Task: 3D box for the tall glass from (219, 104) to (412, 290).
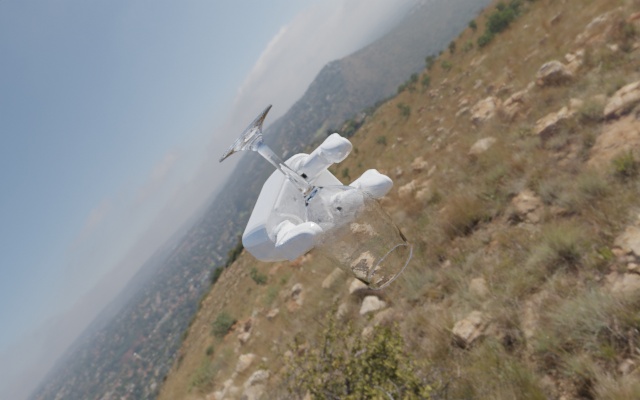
[{"bbox_3d":[0.000,0.001,0.472,0.201,0.079,0.079,42,-10,-11],"label":"tall glass"}]
